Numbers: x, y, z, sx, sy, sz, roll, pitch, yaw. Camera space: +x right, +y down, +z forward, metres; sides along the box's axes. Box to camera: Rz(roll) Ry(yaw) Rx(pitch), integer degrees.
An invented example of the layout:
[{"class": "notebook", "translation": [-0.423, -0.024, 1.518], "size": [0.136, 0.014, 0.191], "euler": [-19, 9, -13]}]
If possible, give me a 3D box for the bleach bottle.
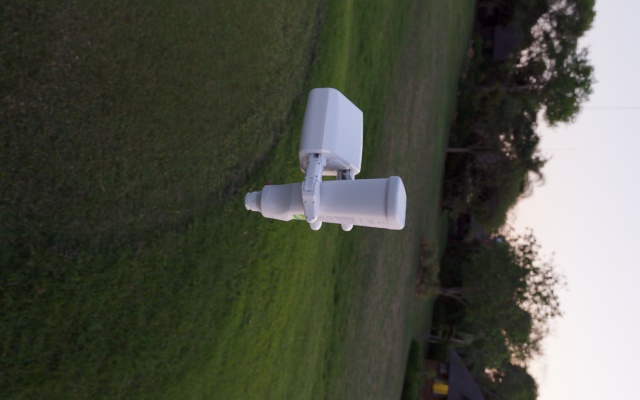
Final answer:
[{"class": "bleach bottle", "translation": [0.000, 0.002, 0.735], "size": [0.251, 0.068, 0.102], "euler": [2, -16, 17]}]
